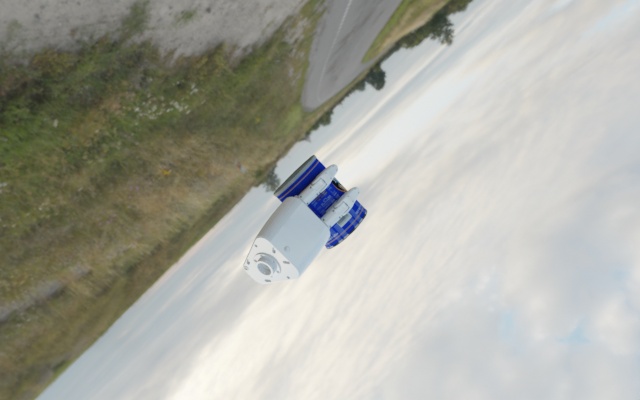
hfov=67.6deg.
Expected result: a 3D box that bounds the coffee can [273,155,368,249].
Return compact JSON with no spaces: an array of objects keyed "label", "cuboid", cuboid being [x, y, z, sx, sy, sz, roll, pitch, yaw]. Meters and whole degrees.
[{"label":"coffee can","cuboid":[0.000,0.003,0.860,0.103,0.140,0.103,-43,8,8]}]
